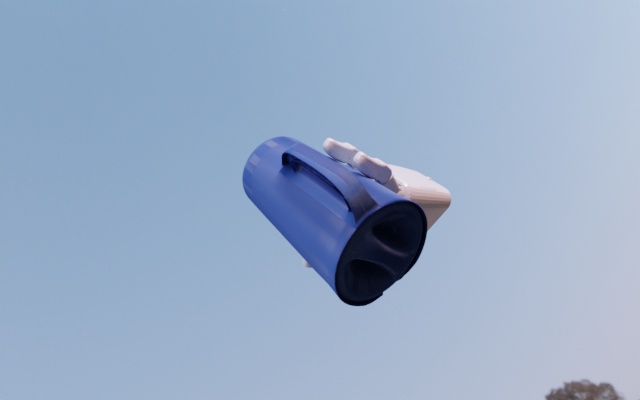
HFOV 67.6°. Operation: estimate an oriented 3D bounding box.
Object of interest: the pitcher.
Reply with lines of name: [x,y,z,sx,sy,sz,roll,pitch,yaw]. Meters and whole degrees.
pitcher: [0.000,0.002,0.588,0.145,0.149,0.242,2,25,-41]
